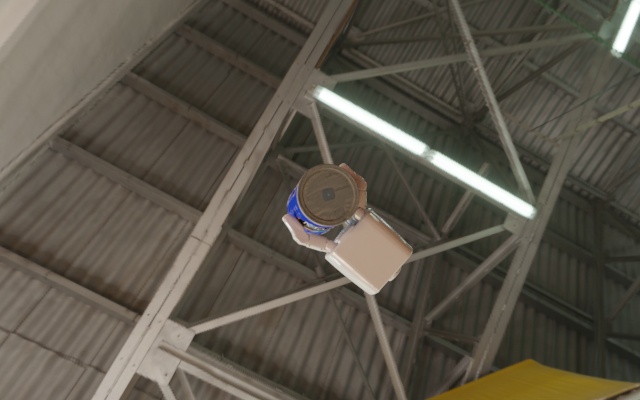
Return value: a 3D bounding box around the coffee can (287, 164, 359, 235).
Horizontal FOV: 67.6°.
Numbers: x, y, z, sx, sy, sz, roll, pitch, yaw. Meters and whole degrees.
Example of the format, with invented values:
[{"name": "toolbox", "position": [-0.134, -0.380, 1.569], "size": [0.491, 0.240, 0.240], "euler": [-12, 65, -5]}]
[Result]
[{"name": "coffee can", "position": [0.000, 0.003, 0.833], "size": [0.103, 0.103, 0.140], "euler": [0, -10, -11]}]
